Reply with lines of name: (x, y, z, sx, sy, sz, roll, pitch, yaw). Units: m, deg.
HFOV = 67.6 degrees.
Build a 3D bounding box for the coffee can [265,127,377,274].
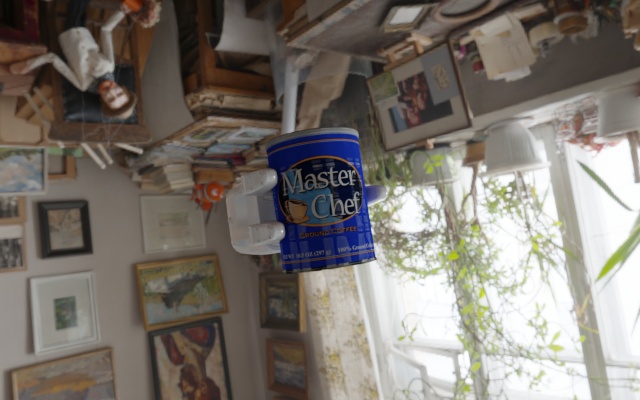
coffee can: (0.000, 0.002, 0.517, 0.103, 0.140, 0.103, -8, -5, -1)
